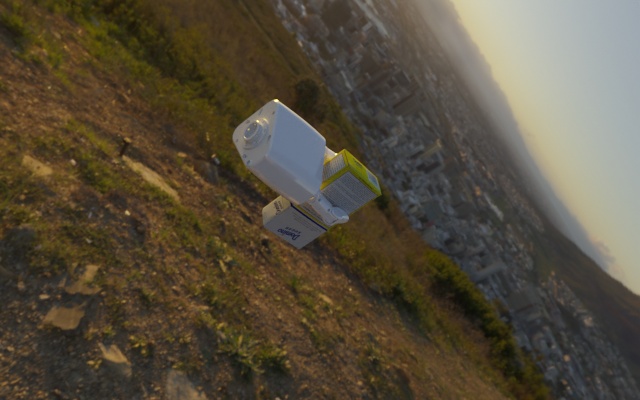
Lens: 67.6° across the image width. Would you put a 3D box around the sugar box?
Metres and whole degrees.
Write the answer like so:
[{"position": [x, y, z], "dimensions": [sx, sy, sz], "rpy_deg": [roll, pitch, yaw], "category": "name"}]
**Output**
[{"position": [0.000, 0.002, 0.763], "dimensions": [0.176, 0.048, 0.093], "rpy_deg": [-32, -47, 23], "category": "sugar box"}]
